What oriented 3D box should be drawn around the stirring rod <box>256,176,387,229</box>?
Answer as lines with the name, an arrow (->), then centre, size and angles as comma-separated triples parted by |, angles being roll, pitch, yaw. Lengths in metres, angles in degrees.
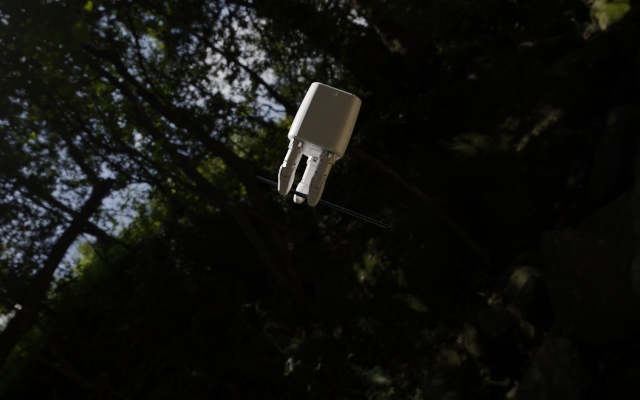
stirring rod -> 0.000, 0.003, 0.826 | 0.239, 0.011, 0.011 | 21, 2, 6
